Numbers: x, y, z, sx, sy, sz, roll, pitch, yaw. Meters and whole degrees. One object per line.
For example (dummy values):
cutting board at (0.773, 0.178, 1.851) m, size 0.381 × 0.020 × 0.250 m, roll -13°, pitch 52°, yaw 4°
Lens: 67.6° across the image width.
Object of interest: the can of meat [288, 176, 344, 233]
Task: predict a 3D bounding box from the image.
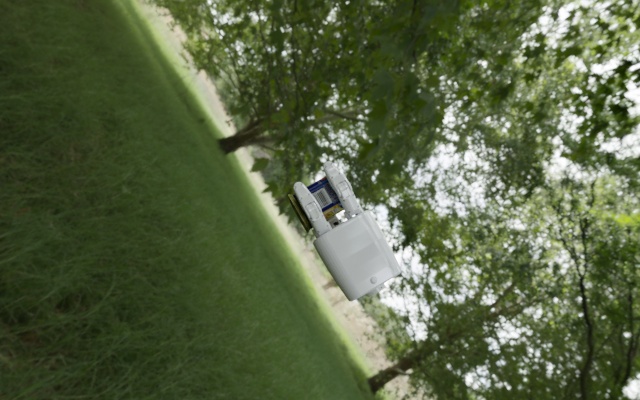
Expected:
can of meat at (0.000, 0.002, 0.759) m, size 0.084 × 0.057 × 0.102 m, roll -29°, pitch -10°, yaw -5°
